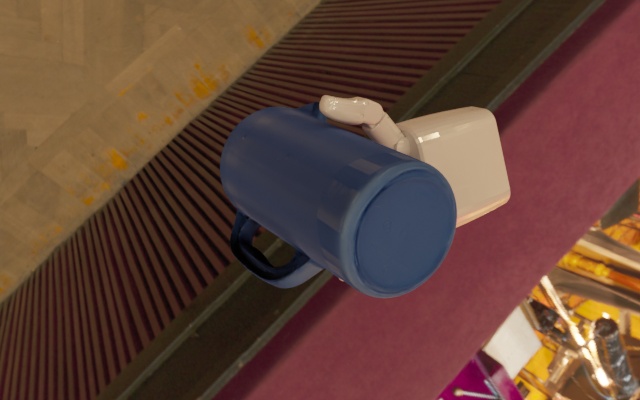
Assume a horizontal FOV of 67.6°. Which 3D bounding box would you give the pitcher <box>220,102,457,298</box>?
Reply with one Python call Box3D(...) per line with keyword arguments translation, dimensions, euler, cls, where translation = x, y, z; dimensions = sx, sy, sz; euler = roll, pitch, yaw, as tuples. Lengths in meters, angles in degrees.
Box3D(translation=(0.000, 0.001, 0.445), dimensions=(0.145, 0.149, 0.242), euler=(-17, 24, -24), cls="pitcher")
